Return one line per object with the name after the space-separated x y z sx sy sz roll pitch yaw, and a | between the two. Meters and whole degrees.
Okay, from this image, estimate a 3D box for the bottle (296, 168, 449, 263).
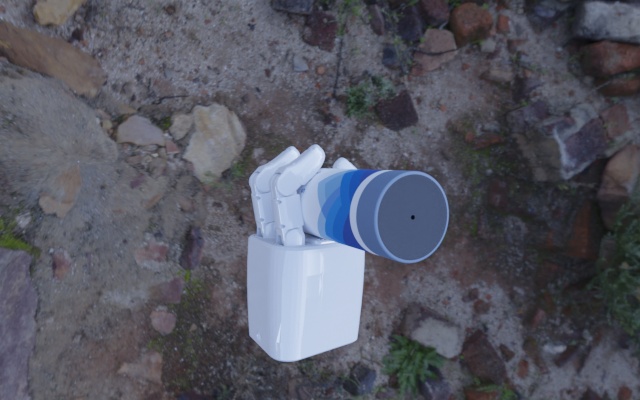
0.000 0.001 0.471 0.069 0.069 0.295 0 4 -27 | bottle
